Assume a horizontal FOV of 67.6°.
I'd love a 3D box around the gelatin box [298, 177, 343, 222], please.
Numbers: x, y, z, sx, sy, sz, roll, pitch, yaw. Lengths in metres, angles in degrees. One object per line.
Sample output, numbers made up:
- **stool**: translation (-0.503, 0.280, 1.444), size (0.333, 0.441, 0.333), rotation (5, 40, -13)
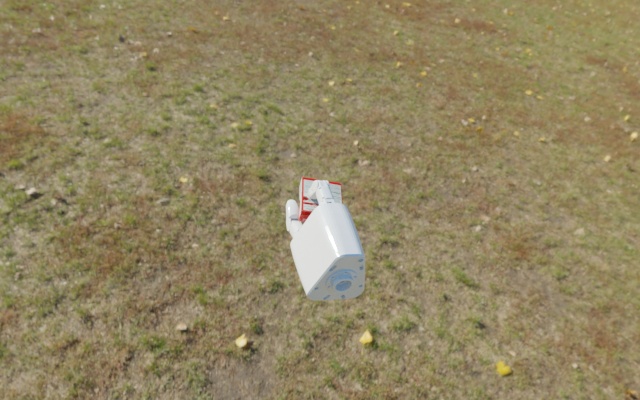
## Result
- **gelatin box**: translation (0.000, 0.002, 0.834), size (0.073, 0.089, 0.030), rotation (8, -46, -10)
